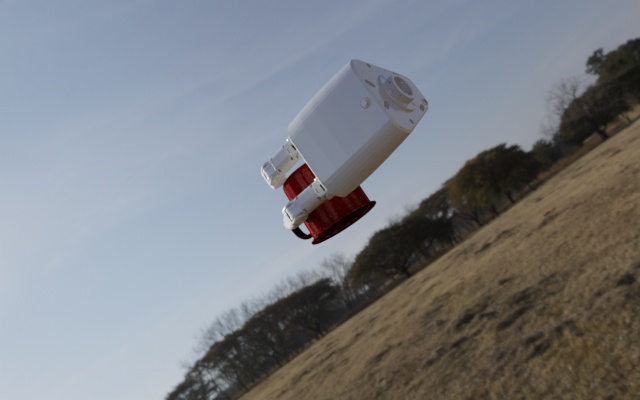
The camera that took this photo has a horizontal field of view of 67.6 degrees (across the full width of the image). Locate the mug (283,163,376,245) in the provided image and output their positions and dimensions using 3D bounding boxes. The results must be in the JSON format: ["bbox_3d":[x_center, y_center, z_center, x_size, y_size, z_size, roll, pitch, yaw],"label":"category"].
[{"bbox_3d":[-0.001,0.003,0.591,0.117,0.081,0.093,-42,-14,35],"label":"mug"}]
